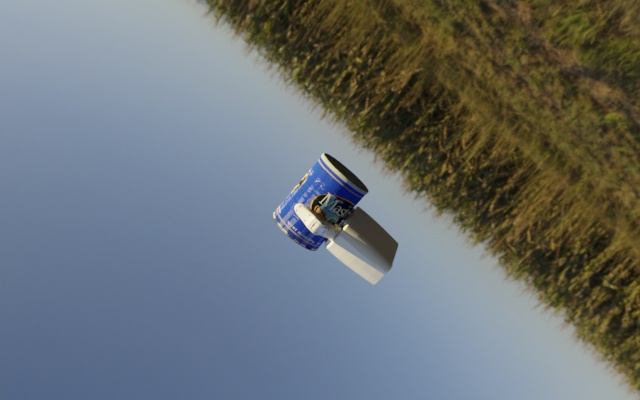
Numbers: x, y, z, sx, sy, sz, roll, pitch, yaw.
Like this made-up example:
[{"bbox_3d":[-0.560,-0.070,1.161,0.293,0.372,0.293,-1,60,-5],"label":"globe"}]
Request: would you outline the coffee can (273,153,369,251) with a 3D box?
[{"bbox_3d":[0.000,0.003,0.834,0.103,0.140,0.102,39,13,-10],"label":"coffee can"}]
